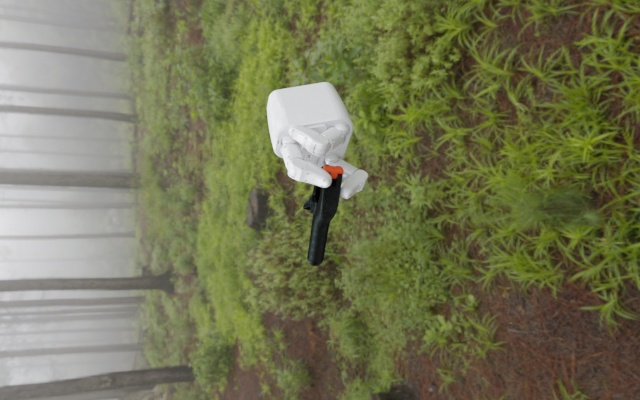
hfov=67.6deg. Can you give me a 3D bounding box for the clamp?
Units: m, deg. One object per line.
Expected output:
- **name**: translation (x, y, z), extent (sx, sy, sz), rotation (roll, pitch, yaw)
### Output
- **clamp**: translation (0.000, 0.002, 0.715), extent (0.039, 0.172, 0.120), rotation (1, 43, -18)
